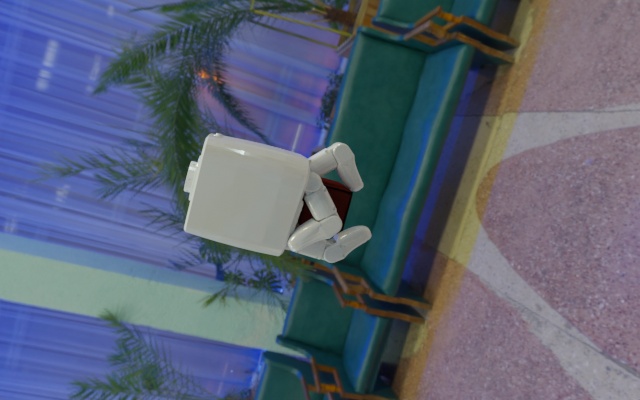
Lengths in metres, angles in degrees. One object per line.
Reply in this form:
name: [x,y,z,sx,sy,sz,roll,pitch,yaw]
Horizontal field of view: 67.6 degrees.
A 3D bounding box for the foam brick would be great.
foam brick: [0.000,0.002,0.569,0.051,0.053,0.078,13,8,-12]
